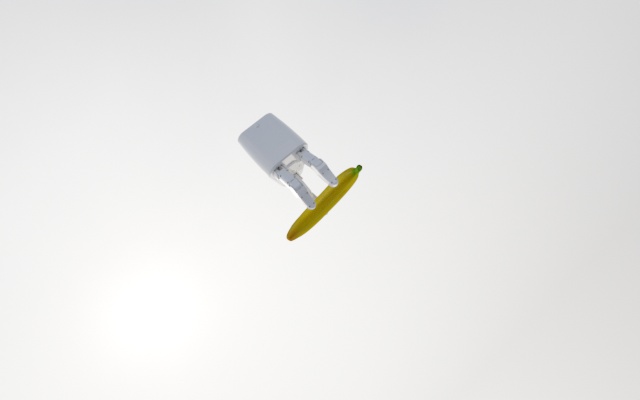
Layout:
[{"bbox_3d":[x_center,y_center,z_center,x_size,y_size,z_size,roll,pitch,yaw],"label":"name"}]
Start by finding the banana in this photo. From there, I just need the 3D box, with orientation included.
[{"bbox_3d":[0.008,0.001,0.909,0.037,0.198,0.069,45,10,12],"label":"banana"}]
